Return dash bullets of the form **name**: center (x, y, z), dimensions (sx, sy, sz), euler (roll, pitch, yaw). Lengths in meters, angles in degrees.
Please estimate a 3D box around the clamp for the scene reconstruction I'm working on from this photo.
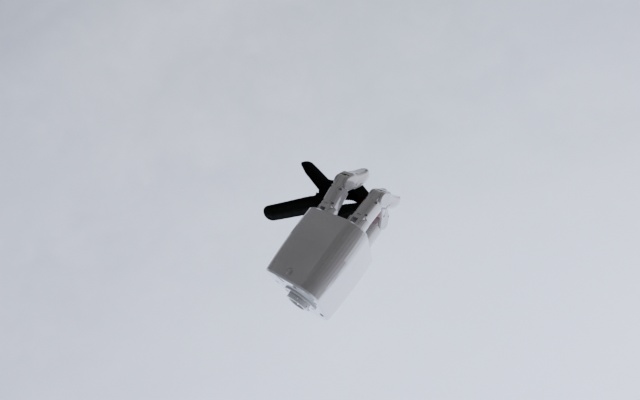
- **clamp**: center (0.001, 0.003, 0.694), dimensions (0.171, 0.120, 0.039), euler (21, -27, 41)
